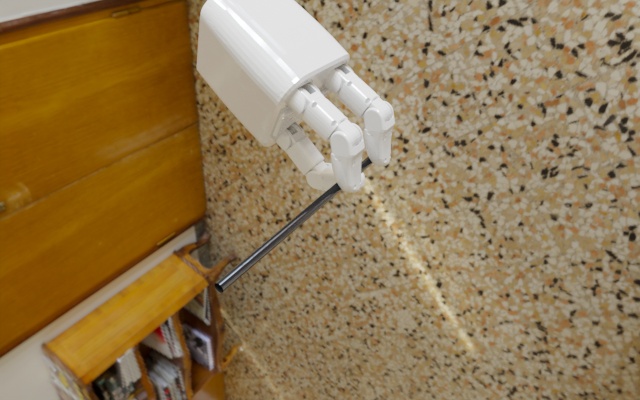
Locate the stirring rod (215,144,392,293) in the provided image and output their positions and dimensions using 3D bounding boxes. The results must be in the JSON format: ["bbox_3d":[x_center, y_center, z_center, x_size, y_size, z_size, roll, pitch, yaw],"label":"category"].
[{"bbox_3d":[0.000,0.001,0.400,0.011,0.011,0.239,0,28,40],"label":"stirring rod"}]
